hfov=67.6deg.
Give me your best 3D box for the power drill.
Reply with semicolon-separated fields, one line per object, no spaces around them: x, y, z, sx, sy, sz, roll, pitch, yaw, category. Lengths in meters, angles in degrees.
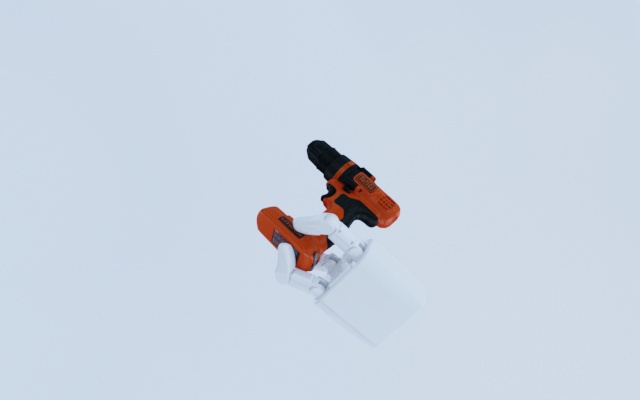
0.000;0.003;0.700;0.187;0.184;0.057;-35;-22;-31;power drill
